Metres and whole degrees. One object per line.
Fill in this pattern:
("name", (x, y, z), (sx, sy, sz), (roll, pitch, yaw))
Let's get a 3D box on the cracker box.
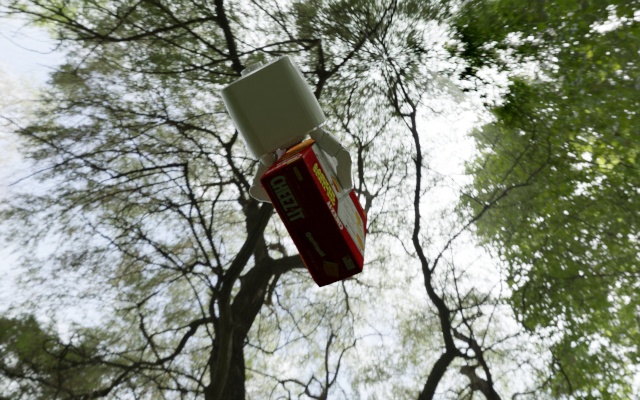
("cracker box", (0.000, 0.002, 0.682), (0.072, 0.164, 0.213), (-25, 12, 14))
